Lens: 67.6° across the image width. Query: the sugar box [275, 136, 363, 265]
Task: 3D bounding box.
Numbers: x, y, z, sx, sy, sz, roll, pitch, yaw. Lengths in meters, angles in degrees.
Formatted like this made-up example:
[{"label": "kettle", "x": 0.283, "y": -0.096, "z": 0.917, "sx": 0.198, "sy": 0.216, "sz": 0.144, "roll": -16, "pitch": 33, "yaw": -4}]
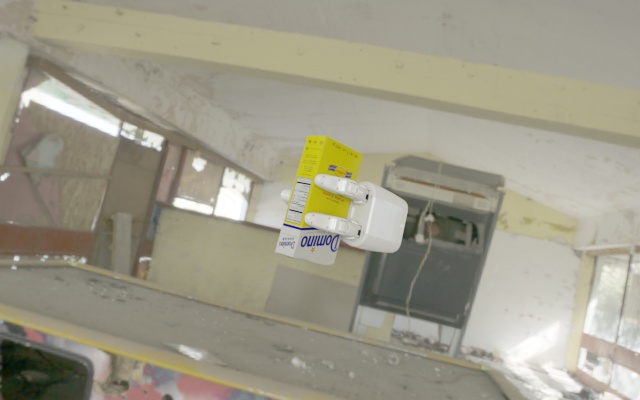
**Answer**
[{"label": "sugar box", "x": 0.001, "y": 0.002, "z": 0.695, "sx": 0.048, "sy": 0.176, "sz": 0.093, "roll": 8, "pitch": -7, "yaw": 42}]
